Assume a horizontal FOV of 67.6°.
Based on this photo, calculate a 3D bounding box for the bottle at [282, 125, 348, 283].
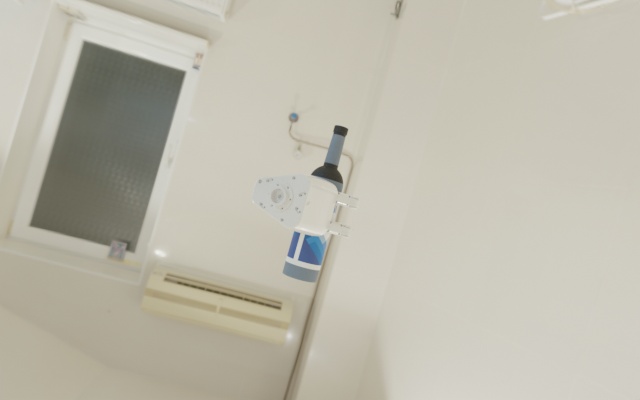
[{"bbox_3d":[0.000,0.003,0.899,0.069,0.295,0.069,16,-1,0],"label":"bottle"}]
